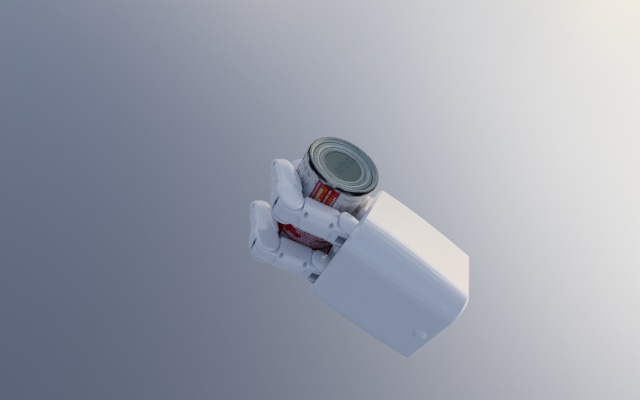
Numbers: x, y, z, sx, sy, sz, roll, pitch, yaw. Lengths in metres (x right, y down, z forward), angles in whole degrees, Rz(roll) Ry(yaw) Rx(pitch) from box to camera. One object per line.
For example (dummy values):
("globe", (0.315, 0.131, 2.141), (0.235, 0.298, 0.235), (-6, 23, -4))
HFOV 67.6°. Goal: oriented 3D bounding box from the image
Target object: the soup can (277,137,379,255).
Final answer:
("soup can", (0.000, 0.001, 0.433), (0.068, 0.068, 0.102), (0, -40, -32))
